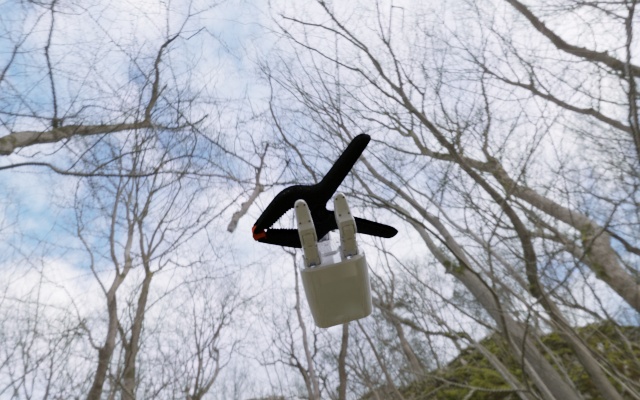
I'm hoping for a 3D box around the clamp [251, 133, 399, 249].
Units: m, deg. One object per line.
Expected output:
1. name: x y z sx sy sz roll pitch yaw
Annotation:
1. clamp: -0.001 0.002 0.679 0.210 0.165 0.036 -14 19 -6
